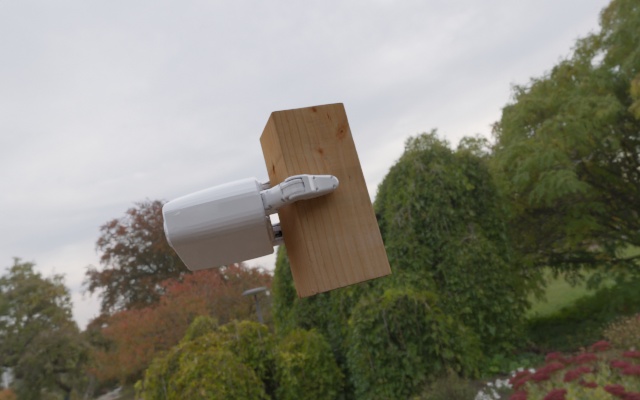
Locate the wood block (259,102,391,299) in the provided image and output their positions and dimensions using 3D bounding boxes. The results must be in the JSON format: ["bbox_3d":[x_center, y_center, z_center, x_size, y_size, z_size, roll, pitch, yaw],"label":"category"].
[{"bbox_3d":[0.000,0.002,0.563,0.090,0.206,0.091,-11,-11,-20],"label":"wood block"}]
